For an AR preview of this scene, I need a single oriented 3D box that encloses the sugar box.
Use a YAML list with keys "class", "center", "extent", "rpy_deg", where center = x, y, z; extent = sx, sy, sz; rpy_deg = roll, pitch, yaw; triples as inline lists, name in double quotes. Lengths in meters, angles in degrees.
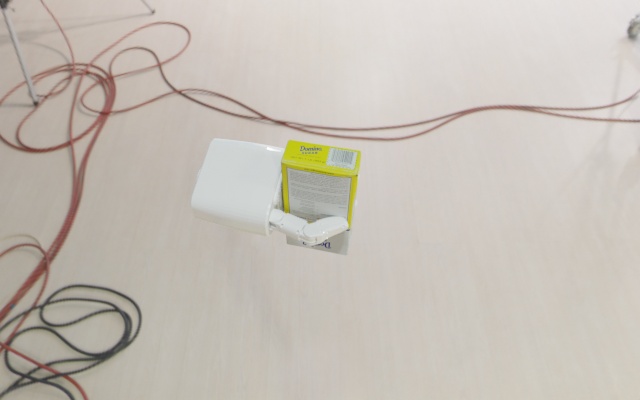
- class: "sugar box"
  center: [0.000, 0.002, 0.631]
  extent: [0.093, 0.048, 0.176]
  rpy_deg: [10, -36, 6]
